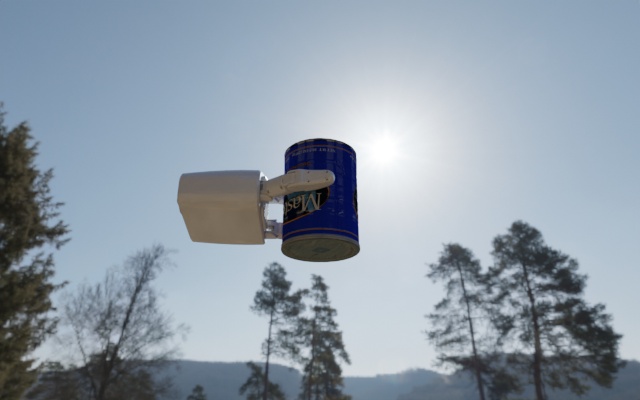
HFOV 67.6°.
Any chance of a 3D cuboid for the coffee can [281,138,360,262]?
[{"bbox_3d":[0.000,0.002,0.644,0.103,0.140,0.103,0,-23,0],"label":"coffee can"}]
